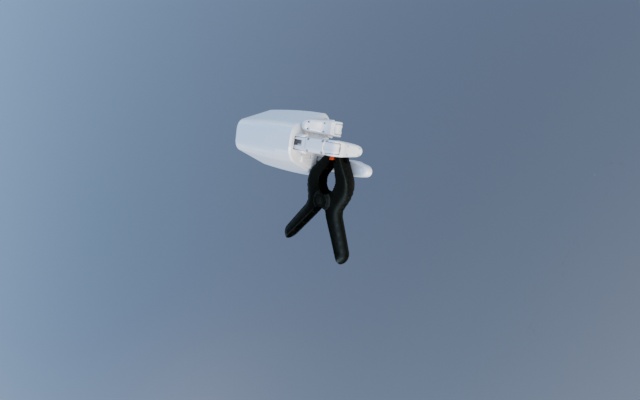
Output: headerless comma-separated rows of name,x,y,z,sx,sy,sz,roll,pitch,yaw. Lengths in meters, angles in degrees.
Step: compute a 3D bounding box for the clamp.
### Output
clamp,0.000,0.002,0.730,0.120,0.171,0.039,12,9,29
